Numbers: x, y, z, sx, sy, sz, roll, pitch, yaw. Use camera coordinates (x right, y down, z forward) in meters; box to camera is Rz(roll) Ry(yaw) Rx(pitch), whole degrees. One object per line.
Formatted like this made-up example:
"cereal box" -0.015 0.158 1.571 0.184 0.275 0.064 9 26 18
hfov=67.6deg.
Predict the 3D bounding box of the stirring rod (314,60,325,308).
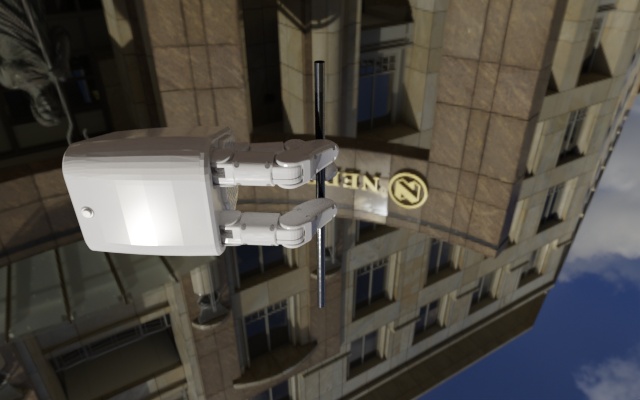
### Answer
"stirring rod" 0.000 0.001 0.411 0.011 0.240 0.011 0 32 0
